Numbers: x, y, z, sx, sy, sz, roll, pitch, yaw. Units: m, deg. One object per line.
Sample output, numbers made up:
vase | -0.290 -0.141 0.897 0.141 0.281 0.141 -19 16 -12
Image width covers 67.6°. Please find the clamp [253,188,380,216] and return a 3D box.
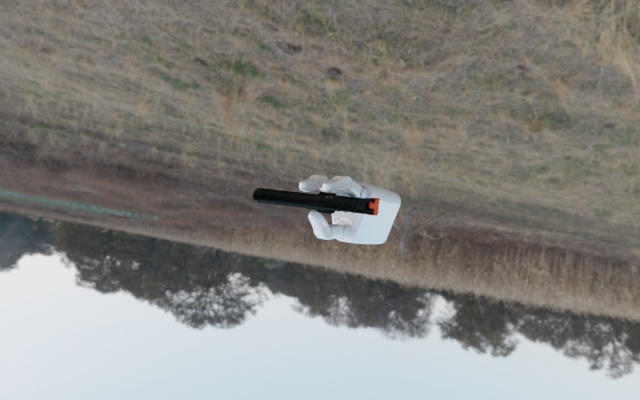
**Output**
clamp | 0.001 0.004 0.813 0.210 0.036 0.164 5 -1 43
